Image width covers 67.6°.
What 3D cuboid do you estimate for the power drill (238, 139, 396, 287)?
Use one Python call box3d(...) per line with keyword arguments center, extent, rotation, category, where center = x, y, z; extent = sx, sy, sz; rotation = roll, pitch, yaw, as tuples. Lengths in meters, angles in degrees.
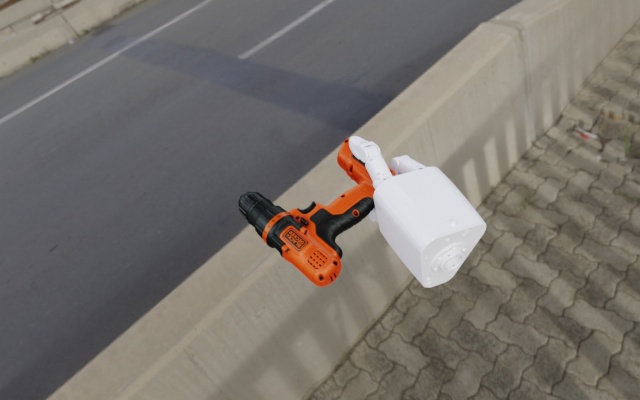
box3d(center=(0.001, 0.002, 0.663), extent=(0.184, 0.187, 0.057), rotation=(40, -14, 25), category="power drill")
